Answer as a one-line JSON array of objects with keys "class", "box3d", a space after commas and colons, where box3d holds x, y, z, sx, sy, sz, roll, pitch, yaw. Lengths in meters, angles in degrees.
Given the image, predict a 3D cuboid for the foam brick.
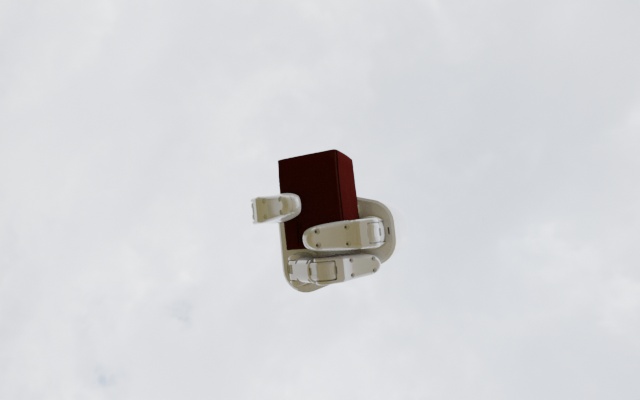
[{"class": "foam brick", "box3d": [0.000, 0.001, 0.405, 0.053, 0.078, 0.051, -7, -4, 19]}]
